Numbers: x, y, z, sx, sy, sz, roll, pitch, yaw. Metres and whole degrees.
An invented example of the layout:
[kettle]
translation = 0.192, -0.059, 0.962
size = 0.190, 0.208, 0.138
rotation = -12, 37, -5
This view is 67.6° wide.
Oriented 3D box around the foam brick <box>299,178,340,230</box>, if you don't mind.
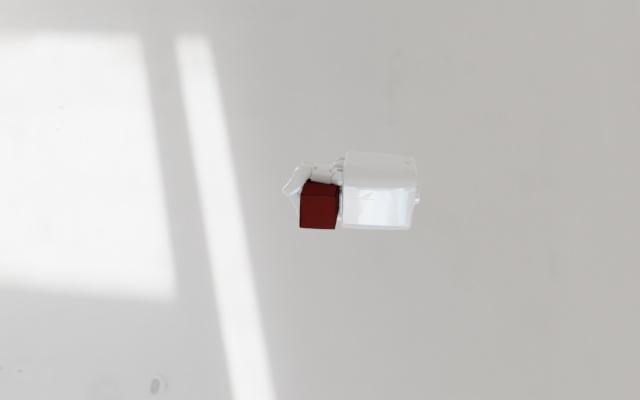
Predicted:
[foam brick]
translation = 0.000, 0.002, 0.694
size = 0.051, 0.053, 0.078
rotation = 4, 24, 5
